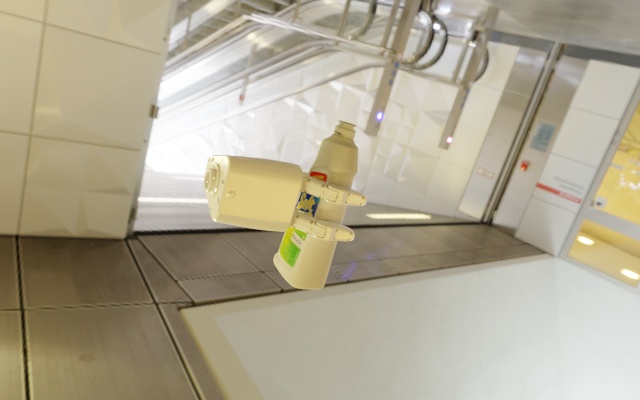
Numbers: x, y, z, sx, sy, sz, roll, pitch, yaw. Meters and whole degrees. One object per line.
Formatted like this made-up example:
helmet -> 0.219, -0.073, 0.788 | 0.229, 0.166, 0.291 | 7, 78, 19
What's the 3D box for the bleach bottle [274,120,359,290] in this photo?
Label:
bleach bottle -> 0.000, 0.002, 0.720 | 0.068, 0.251, 0.102 | 8, 17, -28
